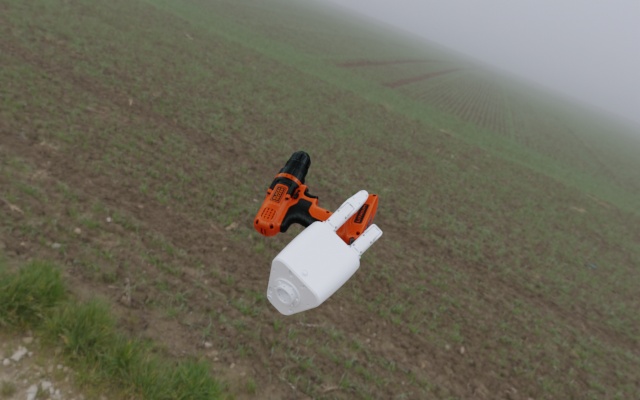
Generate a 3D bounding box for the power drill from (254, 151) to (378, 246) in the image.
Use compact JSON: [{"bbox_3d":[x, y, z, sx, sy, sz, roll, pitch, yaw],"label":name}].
[{"bbox_3d":[0.000,0.003,0.828,0.187,0.184,0.057,16,-32,13],"label":"power drill"}]
